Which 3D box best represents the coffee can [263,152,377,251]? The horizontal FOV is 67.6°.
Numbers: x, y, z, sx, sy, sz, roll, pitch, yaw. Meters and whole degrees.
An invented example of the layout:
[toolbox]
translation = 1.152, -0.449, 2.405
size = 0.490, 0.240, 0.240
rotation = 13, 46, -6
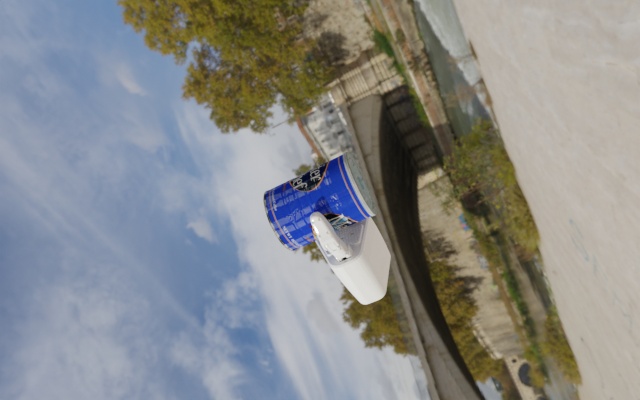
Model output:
[coffee can]
translation = 0.000, 0.002, 0.720
size = 0.140, 0.103, 0.103
rotation = -25, -6, 14
